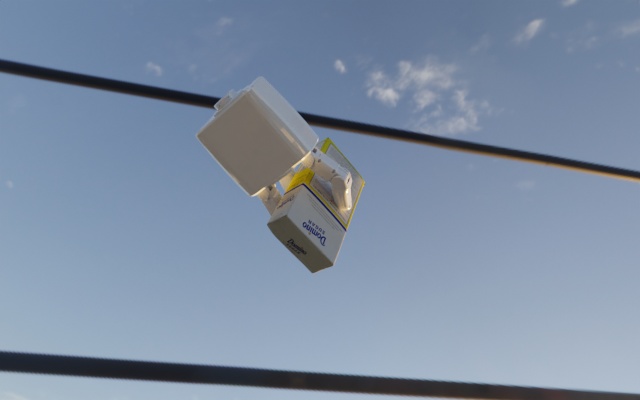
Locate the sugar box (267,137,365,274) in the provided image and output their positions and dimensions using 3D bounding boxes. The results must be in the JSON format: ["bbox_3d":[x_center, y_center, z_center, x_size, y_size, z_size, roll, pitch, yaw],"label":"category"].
[{"bbox_3d":[0.000,0.002,0.642,0.048,0.093,0.176,-26,25,39],"label":"sugar box"}]
